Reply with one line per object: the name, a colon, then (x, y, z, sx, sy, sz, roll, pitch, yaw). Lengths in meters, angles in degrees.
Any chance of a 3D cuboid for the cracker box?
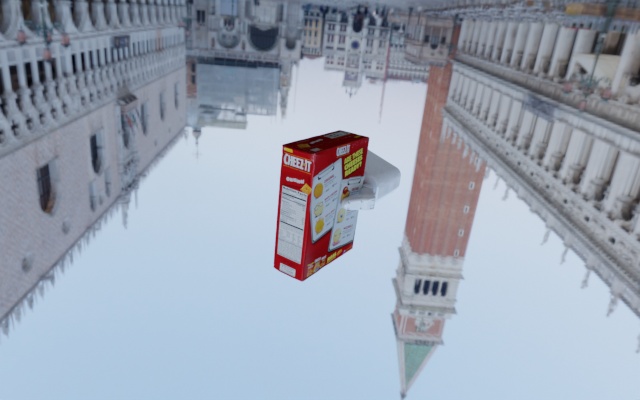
cracker box: (0.000, 0.003, 0.791, 0.072, 0.214, 0.164, 19, 25, 29)
